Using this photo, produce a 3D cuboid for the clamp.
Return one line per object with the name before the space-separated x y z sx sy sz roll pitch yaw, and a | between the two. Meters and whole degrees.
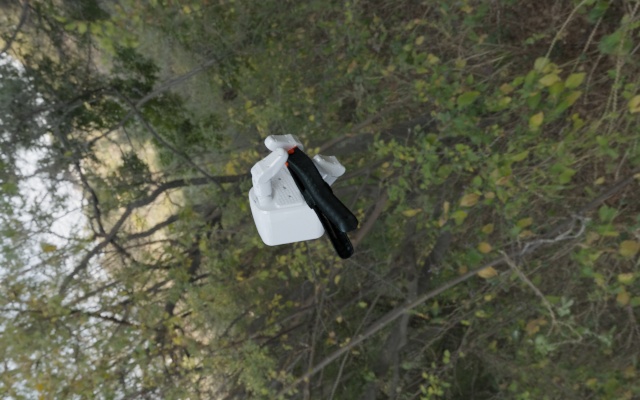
clamp | -0.001 0.002 0.655 0.039 0.171 0.120 -24 -32 -16
